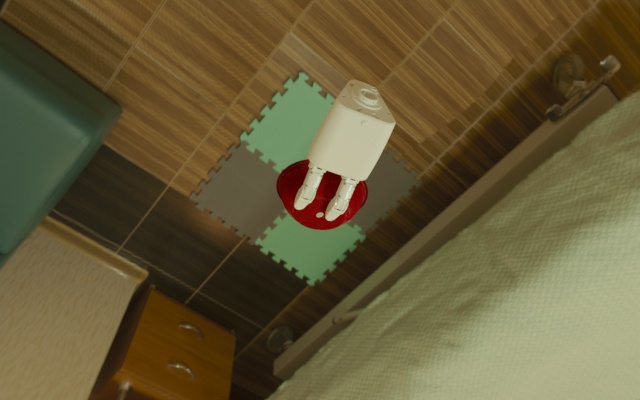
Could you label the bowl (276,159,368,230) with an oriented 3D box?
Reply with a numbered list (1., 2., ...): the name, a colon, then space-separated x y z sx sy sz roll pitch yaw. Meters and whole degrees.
1. bowl: 0.000 0.004 0.819 0.162 0.055 0.162 4 -38 3
